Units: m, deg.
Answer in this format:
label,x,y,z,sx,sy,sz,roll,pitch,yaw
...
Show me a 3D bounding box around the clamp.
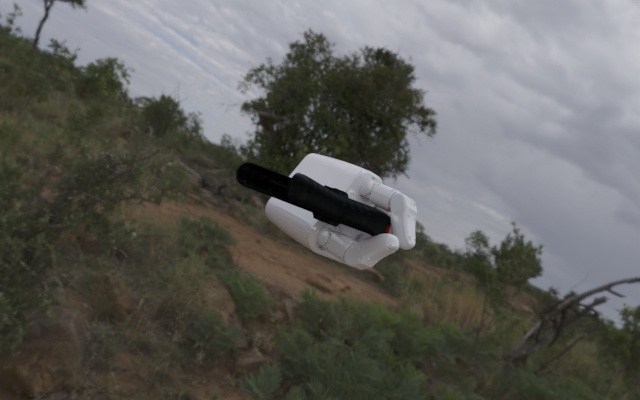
label,x,y,z,sx,sy,sz,roll,pitch,yaw
clamp,0.001,0.001,0.479,0.171,0.039,0.120,26,0,-42
